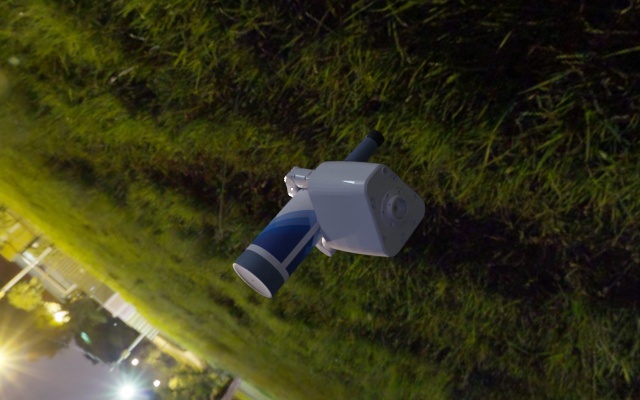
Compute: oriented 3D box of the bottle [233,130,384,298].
[{"bbox_3d":[0.000,0.002,0.673,0.295,0.069,0.069,-49,26,-25],"label":"bottle"}]
